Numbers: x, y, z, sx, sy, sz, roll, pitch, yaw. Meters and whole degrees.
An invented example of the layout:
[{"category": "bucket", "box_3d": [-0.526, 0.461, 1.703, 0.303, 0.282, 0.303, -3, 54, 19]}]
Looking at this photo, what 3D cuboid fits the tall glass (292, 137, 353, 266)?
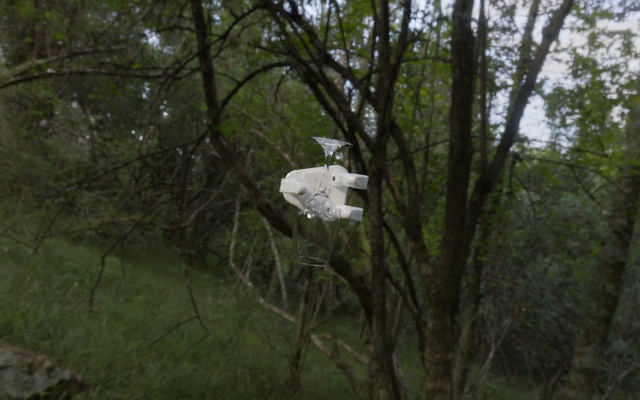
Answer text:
[{"category": "tall glass", "box_3d": [0.000, 0.002, 0.777, 0.079, 0.201, 0.079, 10, 2, 0]}]
